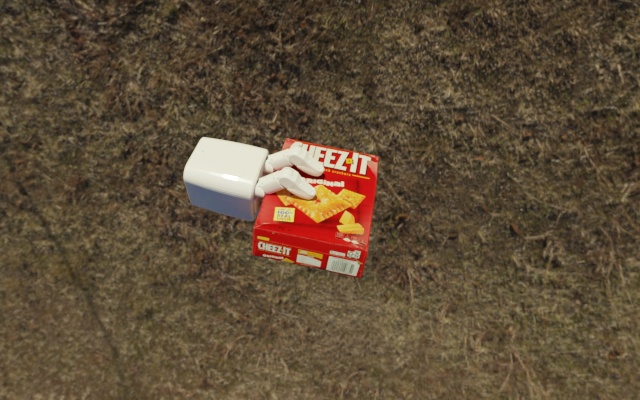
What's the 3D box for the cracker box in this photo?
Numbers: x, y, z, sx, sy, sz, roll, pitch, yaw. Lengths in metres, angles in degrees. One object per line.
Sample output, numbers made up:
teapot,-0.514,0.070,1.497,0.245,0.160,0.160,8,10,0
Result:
cracker box,0.000,0.003,0.742,0.164,0.072,0.213,12,45,2
